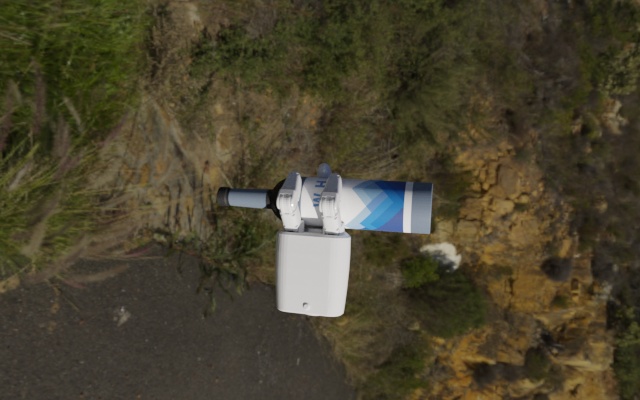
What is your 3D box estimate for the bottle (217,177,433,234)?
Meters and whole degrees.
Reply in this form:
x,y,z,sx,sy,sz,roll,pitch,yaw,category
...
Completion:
x,y,z,sx,sy,sz,roll,pitch,yaw,category
0.000,0.002,0.650,0.296,0.069,0.069,3,1,13,bottle
